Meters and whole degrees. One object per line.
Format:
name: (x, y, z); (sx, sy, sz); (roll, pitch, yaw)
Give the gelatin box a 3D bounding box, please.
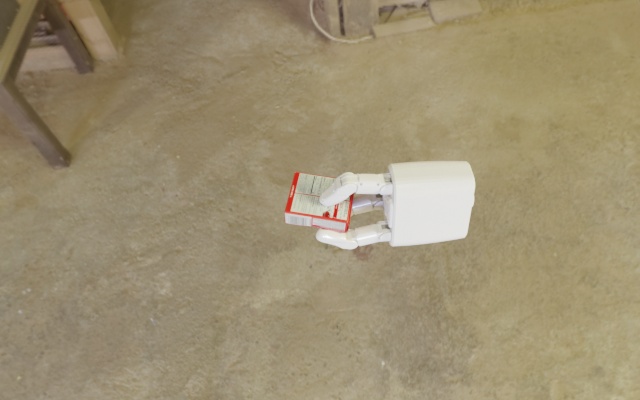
gelatin box: (0.000, 0.002, 0.661); (0.089, 0.073, 0.030); (9, -36, 3)
